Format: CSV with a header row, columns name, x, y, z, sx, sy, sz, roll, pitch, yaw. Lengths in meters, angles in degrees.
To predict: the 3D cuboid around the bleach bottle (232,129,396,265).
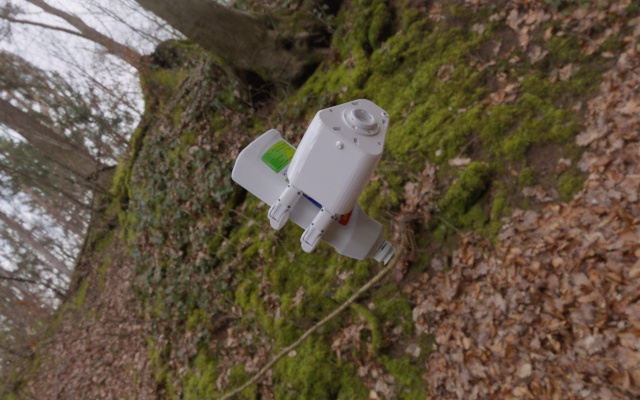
name,x,y,z,sx,sy,sz,roll,pitch,yaw
bleach bottle,0.000,0.002,0.687,0.251,0.068,0.102,35,42,7
